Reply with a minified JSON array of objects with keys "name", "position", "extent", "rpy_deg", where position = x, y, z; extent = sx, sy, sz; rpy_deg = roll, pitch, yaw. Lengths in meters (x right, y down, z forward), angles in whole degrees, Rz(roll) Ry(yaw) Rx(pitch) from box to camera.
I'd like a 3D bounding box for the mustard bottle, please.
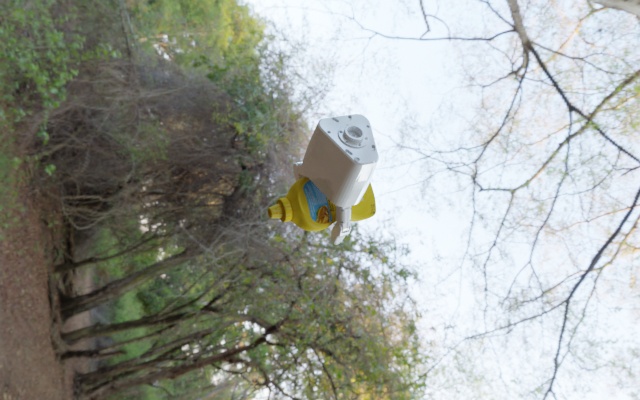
[{"name":"mustard bottle","position":[0.000,0.003,0.834],"extent":[0.191,0.096,0.058],"rpy_deg":[-12,-8,-25]}]
